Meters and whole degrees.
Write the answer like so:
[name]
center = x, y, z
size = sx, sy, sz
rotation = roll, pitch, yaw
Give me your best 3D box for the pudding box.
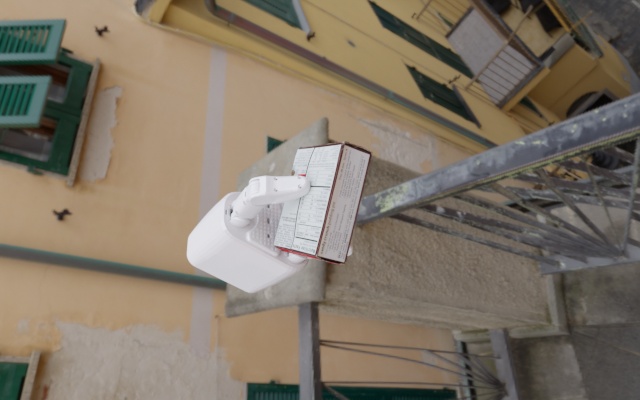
[pudding box]
center = 0.000, 0.002, 0.473
size = 0.039, 0.113, 0.090
rotation = 16, -6, -32
